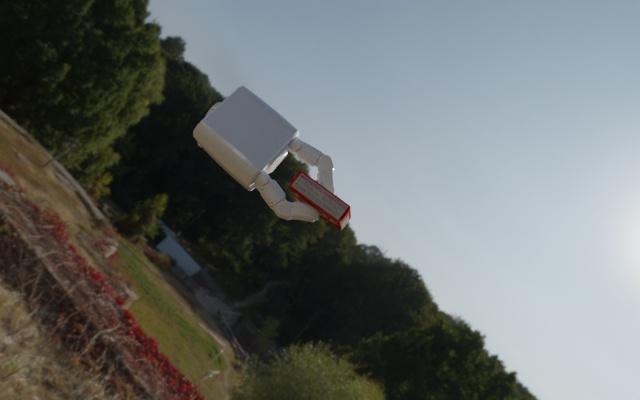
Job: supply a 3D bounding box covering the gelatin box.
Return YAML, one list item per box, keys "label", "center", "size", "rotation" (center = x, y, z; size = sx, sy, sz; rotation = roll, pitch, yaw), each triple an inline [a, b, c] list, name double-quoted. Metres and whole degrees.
- label: "gelatin box"
  center: [0.001, 0.002, 0.674]
  size: [0.089, 0.030, 0.073]
  rotation: [35, -9, 11]
